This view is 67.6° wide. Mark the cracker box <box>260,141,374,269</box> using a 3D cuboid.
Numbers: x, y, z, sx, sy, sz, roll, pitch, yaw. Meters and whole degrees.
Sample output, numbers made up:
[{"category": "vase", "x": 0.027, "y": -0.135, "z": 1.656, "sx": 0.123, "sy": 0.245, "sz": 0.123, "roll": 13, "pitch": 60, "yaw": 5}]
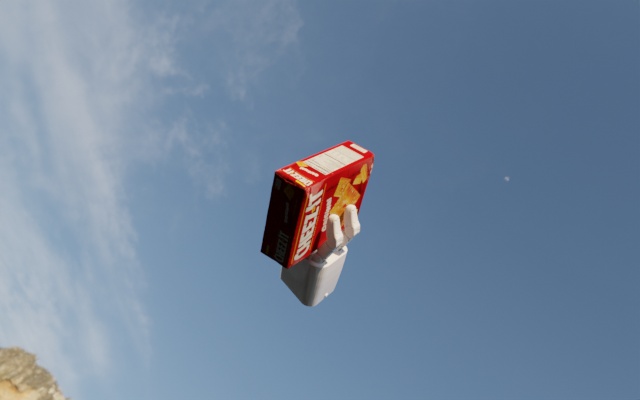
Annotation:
[{"category": "cracker box", "x": 0.000, "y": 0.003, "z": 0.841, "sx": 0.072, "sy": 0.164, "sz": 0.213, "roll": 29, "pitch": 34, "yaw": 25}]
